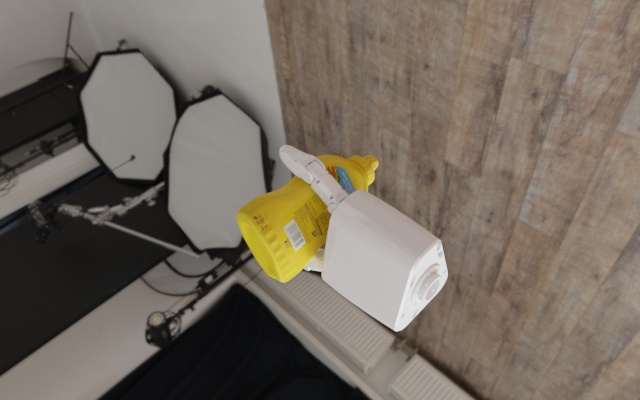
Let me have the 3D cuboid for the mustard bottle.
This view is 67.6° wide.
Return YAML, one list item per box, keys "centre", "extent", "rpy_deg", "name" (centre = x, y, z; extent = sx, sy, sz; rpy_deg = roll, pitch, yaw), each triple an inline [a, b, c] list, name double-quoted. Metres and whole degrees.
- centre: [0.000, 0.002, 0.561]
  extent: [0.191, 0.096, 0.058]
  rpy_deg: [-38, 27, -26]
  name: "mustard bottle"
